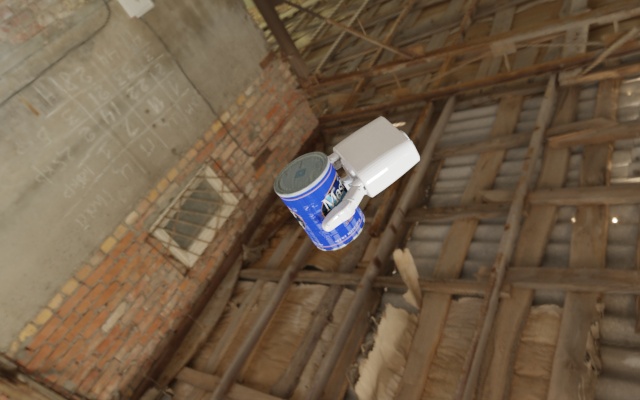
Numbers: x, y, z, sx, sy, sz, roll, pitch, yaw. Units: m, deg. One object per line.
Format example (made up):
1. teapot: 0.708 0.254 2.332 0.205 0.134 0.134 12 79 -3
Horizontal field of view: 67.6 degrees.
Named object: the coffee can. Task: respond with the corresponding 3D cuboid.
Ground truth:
1. coffee can: 0.000 0.003 0.815 0.103 0.102 0.140 0 -44 42
